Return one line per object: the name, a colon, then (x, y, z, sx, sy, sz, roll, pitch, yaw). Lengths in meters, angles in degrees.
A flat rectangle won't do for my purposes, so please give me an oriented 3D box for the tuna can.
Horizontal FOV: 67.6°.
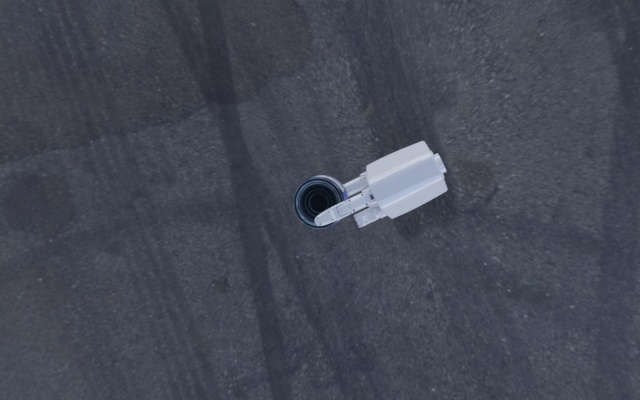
tuna can: (0.000, 0.003, 0.772, 0.086, 0.086, 0.033, 0, 8, 13)
